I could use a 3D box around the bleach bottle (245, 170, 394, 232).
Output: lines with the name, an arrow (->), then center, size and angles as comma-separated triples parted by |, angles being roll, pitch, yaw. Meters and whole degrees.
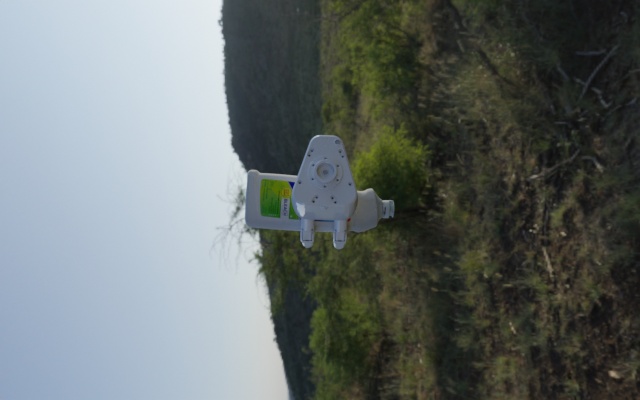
bleach bottle -> 0.000, 0.003, 0.825 | 0.251, 0.102, 0.068 | 2, -10, 1
